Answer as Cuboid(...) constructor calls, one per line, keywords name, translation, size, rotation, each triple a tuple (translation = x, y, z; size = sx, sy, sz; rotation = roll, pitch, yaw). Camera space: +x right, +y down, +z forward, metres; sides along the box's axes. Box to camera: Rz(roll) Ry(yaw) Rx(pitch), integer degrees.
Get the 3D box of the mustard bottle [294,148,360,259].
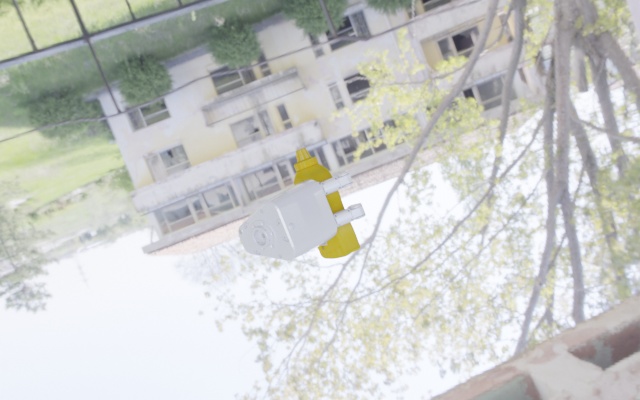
Cuboid(name="mustard bottle", translation=(0.000, 0.003, 0.814), size=(0.058, 0.191, 0.096), rotation=(-24, 5, -25))
